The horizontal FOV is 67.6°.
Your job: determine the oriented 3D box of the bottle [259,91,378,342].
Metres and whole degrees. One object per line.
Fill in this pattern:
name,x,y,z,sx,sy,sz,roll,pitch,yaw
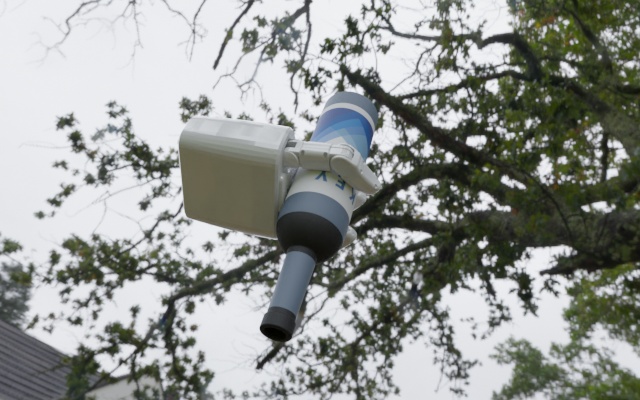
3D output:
bottle,0.000,0.001,0.477,0.069,0.295,0.069,11,-42,10
